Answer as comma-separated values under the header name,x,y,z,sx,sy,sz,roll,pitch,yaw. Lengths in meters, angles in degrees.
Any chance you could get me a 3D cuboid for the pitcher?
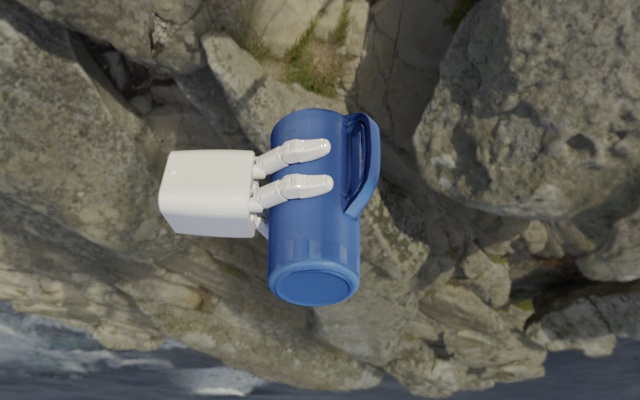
name,x,y,z,sx,sy,sz,roll,pitch,yaw
pitcher,0.000,0.002,0.615,0.145,0.242,0.149,2,-37,-2
